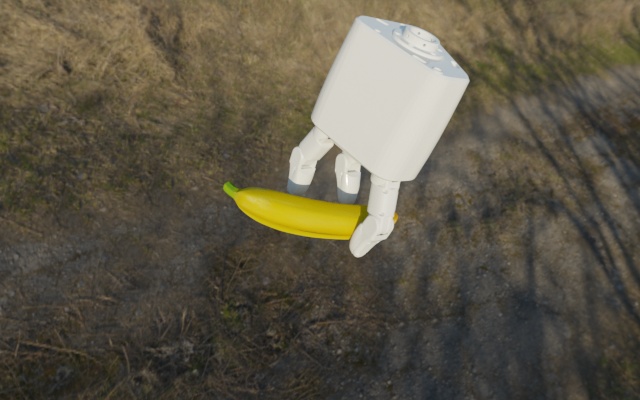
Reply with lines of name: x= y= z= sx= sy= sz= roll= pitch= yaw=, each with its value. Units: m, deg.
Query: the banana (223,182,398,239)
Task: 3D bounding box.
banana: x=-0.001 y=0.012 z=0.497 sx=0.198 sy=0.037 sz=0.069 roll=12 pitch=32 yaw=-16
